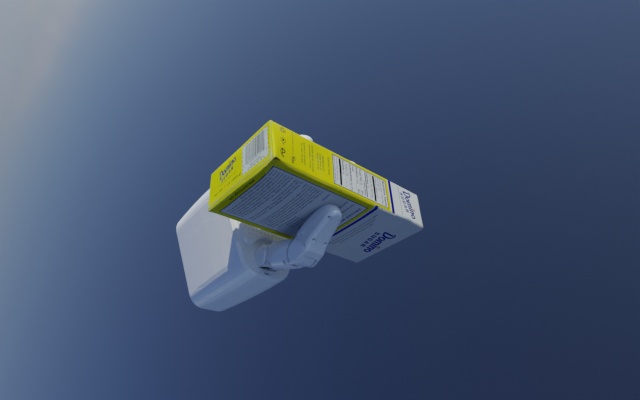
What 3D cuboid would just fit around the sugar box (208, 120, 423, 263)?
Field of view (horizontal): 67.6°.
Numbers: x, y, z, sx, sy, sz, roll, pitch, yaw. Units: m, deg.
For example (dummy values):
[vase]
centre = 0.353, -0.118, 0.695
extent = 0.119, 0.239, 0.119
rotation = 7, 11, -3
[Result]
[sugar box]
centre = 0.000, 0.001, 0.432
extent = 0.176, 0.048, 0.093
rotation = 21, -40, -37
